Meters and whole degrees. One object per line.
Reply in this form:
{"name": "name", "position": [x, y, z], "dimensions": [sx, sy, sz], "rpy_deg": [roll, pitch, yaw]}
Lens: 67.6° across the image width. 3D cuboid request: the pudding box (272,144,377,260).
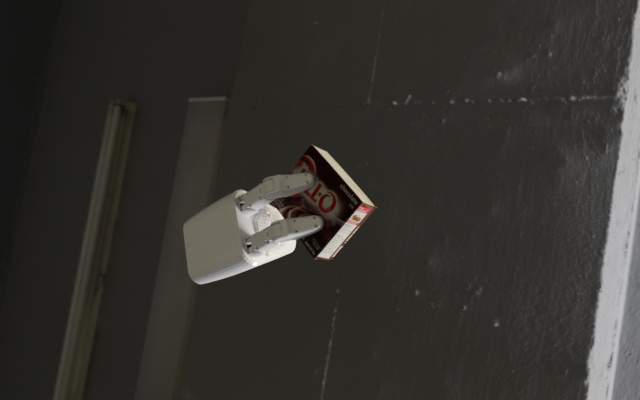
{"name": "pudding box", "position": [0.000, 0.002, 0.574], "dimensions": [0.039, 0.090, 0.113], "rpy_deg": [14, 30, -53]}
